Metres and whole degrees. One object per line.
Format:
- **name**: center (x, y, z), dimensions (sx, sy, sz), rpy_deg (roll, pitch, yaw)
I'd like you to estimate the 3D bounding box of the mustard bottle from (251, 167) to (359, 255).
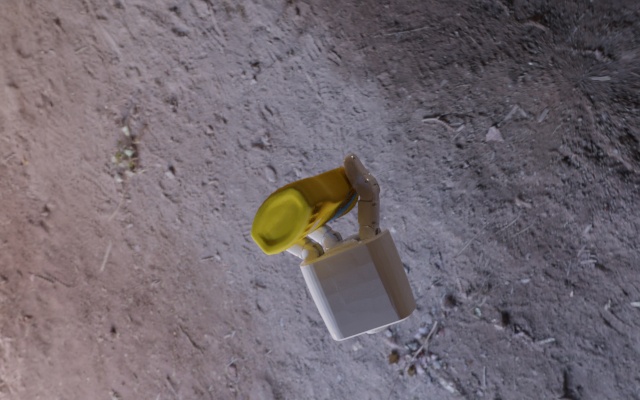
- **mustard bottle**: center (0.000, 0.002, 0.592), dimensions (0.096, 0.058, 0.191), rpy_deg (-50, -13, 28)
